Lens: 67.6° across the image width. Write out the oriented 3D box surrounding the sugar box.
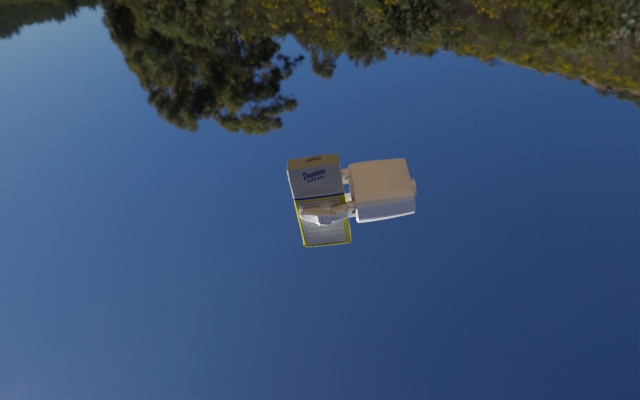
[{"bbox_3d":[0.000,0.003,0.875,0.093,0.176,0.048,-7,32,5],"label":"sugar box"}]
